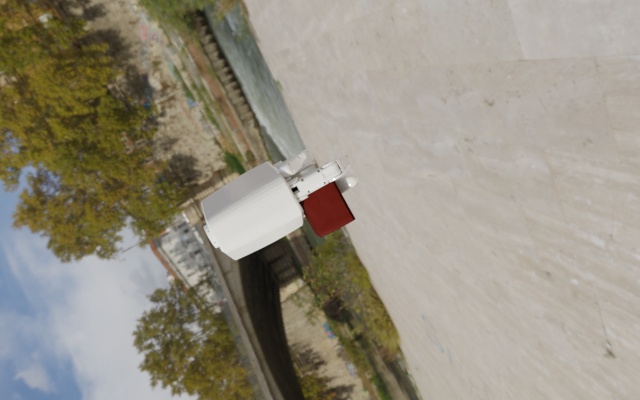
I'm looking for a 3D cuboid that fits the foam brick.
[{"bbox_3d":[0.000,0.002,0.620,0.051,0.078,0.053,-30,6,-8],"label":"foam brick"}]
